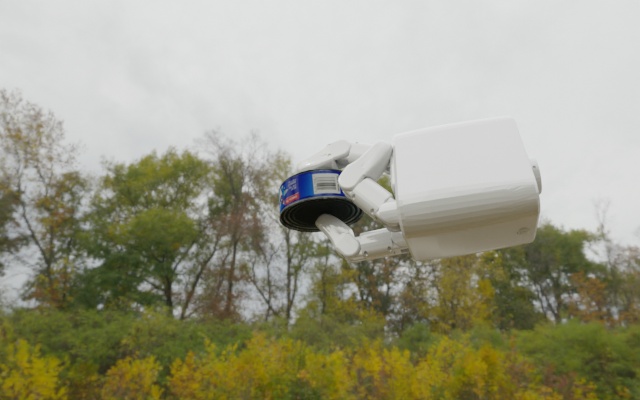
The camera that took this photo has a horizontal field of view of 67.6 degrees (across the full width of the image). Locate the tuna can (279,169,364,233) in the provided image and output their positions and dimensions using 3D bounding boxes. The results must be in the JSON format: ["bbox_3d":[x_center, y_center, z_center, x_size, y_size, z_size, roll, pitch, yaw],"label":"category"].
[{"bbox_3d":[0.000,0.001,0.486,0.086,0.033,0.086,-5,-25,-2],"label":"tuna can"}]
